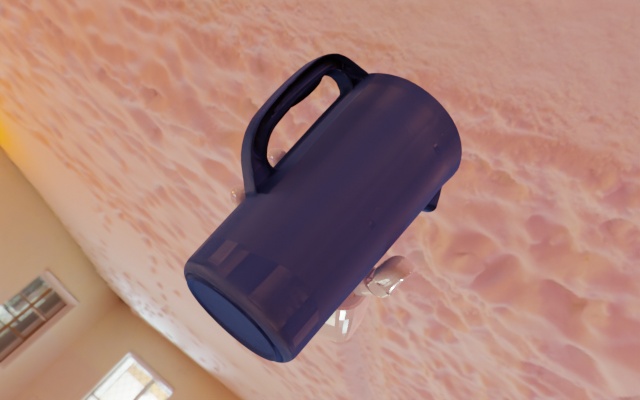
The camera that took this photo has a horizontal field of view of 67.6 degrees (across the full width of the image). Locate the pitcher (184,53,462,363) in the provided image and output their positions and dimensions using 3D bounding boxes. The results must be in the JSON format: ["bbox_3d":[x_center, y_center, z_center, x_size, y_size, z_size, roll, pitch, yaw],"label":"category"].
[{"bbox_3d":[0.000,0.001,0.403,0.149,0.242,0.145,33,-30,18],"label":"pitcher"}]
